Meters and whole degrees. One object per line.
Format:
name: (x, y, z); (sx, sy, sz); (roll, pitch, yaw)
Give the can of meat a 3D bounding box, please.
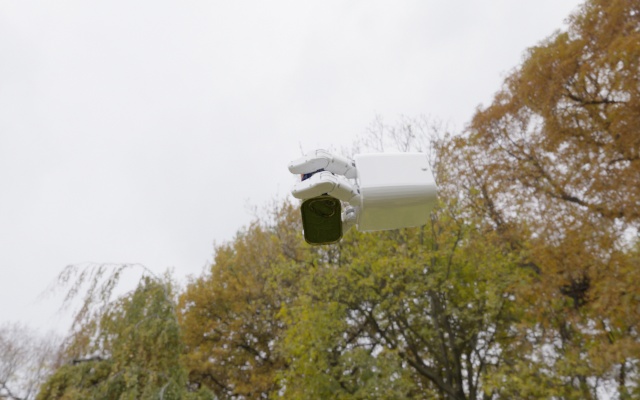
can of meat: (0.000, 0.002, 0.711); (0.057, 0.083, 0.102); (-5, -45, 1)
